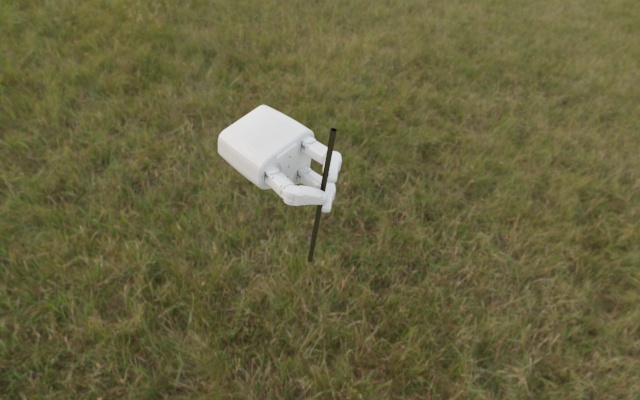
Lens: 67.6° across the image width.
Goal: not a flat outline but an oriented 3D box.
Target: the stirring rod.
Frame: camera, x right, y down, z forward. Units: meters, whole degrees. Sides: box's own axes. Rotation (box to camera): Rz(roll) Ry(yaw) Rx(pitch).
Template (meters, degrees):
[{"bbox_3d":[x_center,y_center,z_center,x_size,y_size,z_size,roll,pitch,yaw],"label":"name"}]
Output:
[{"bbox_3d":[0.000,0.002,0.687,0.011,0.240,0.011,6,38,-5],"label":"stirring rod"}]
